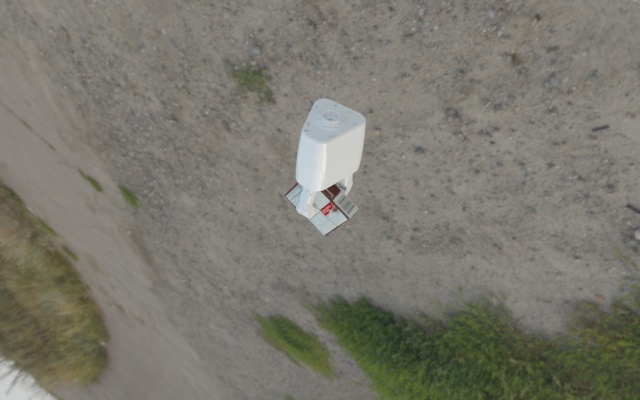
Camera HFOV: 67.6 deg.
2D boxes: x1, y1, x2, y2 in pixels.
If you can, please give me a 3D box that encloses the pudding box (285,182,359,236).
[{"bbox_3d":[0.000,0.003,0.873,0.039,0.113,0.090,-47,5,-38],"label":"pudding box"}]
